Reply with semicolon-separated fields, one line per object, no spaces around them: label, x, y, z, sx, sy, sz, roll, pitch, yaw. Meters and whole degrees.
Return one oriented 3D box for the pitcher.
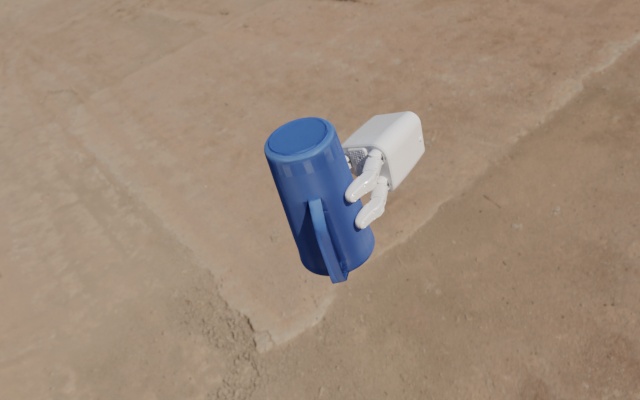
pitcher;0.000;0.002;0.746;0.149;0.243;0.145;22;55;40
